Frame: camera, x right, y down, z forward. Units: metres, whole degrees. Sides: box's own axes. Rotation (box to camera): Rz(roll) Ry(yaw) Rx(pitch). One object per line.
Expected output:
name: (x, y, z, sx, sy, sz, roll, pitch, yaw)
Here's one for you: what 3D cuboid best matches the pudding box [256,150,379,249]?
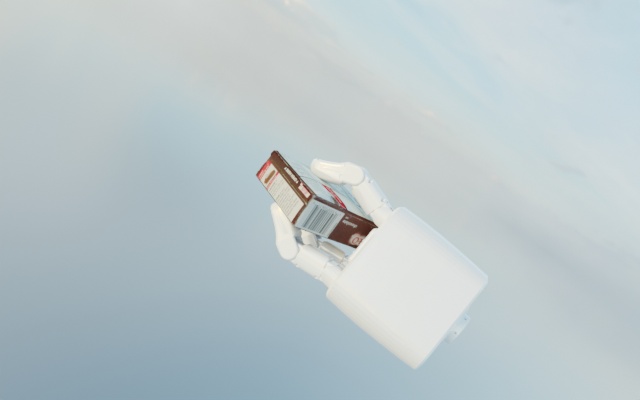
pudding box: (0.000, 0.002, 0.491, 0.113, 0.039, 0.090, 26, 16, -45)
